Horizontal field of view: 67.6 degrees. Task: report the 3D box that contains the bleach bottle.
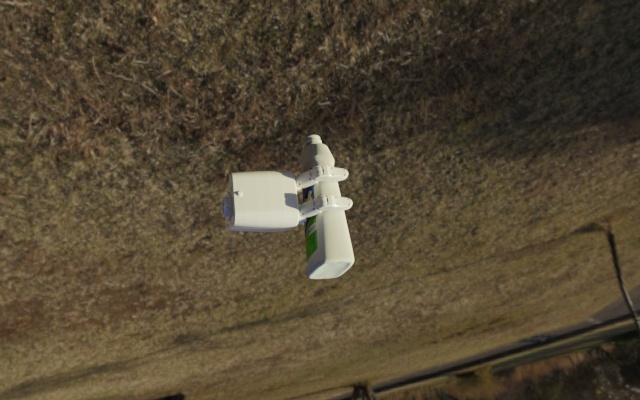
[{"bbox_3d":[0.000,0.003,0.838,0.068,0.250,0.103,1,-26,-19],"label":"bleach bottle"}]
